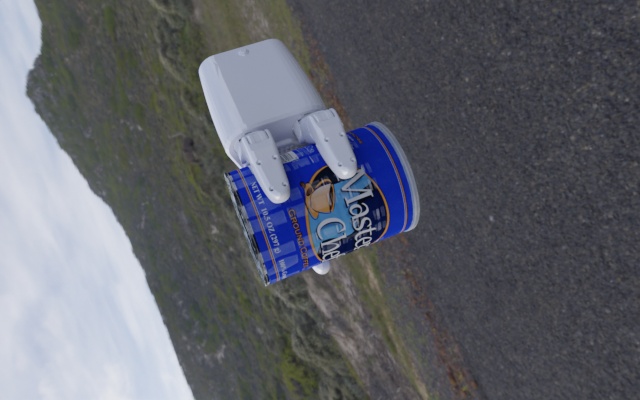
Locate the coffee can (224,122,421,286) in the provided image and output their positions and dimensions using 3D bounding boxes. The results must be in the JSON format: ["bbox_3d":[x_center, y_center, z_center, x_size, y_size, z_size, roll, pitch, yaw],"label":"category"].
[{"bbox_3d":[0.000,0.001,0.417,0.140,0.103,0.103,-20,4,-11],"label":"coffee can"}]
